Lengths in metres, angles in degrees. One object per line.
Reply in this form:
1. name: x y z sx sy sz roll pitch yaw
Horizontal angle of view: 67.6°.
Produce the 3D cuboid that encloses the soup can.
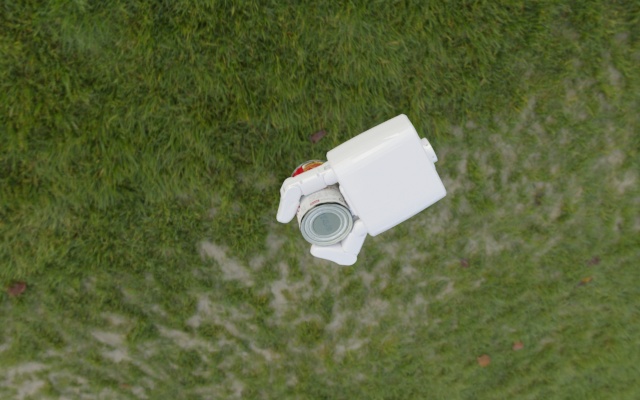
1. soup can: 0.000 0.002 0.617 0.068 0.068 0.102 0 35 -12
